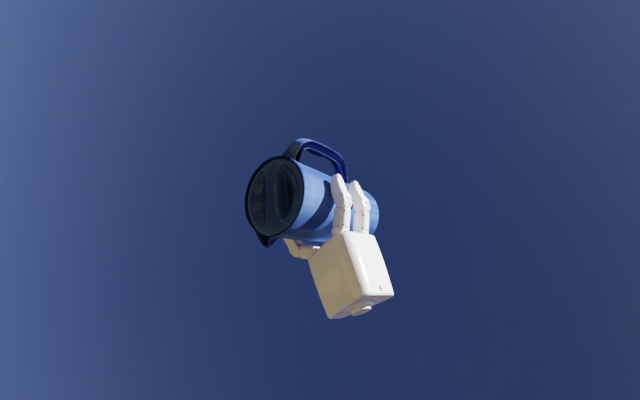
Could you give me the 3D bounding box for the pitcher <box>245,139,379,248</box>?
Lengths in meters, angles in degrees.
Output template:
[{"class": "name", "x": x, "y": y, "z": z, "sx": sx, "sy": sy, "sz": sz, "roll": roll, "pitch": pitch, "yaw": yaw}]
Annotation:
[{"class": "pitcher", "x": 0.000, "y": 0.003, "z": 0.842, "sx": 0.149, "sy": 0.145, "sz": 0.243, "roll": -35, "pitch": -30, "yaw": 29}]
